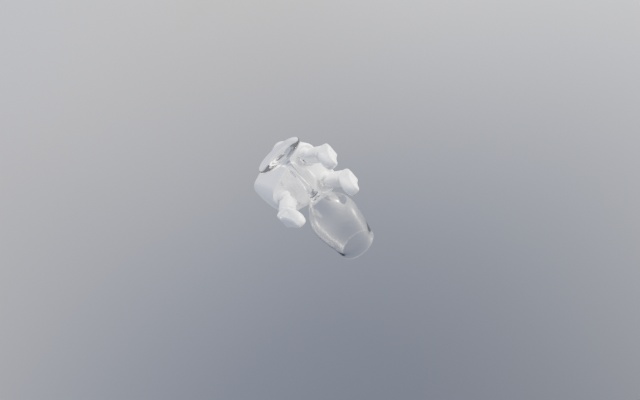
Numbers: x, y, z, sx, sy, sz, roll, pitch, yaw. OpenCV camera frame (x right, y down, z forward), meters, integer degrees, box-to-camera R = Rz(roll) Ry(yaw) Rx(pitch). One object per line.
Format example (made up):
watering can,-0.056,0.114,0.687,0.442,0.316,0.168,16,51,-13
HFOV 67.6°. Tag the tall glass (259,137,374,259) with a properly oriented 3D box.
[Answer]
tall glass,0.000,0.002,0.721,0.201,0.079,0.079,49,-26,-25
